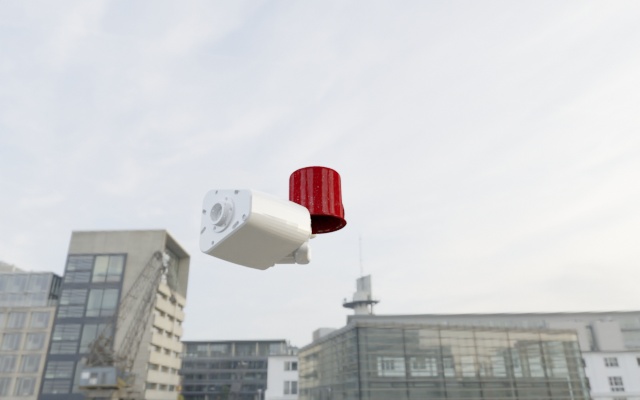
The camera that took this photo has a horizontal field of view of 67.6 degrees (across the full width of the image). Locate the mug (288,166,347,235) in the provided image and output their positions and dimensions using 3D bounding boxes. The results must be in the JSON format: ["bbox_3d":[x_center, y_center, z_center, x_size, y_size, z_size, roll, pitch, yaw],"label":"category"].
[{"bbox_3d":[0.001,0.003,0.736,0.093,0.081,0.117,-19,-28,37],"label":"mug"}]
